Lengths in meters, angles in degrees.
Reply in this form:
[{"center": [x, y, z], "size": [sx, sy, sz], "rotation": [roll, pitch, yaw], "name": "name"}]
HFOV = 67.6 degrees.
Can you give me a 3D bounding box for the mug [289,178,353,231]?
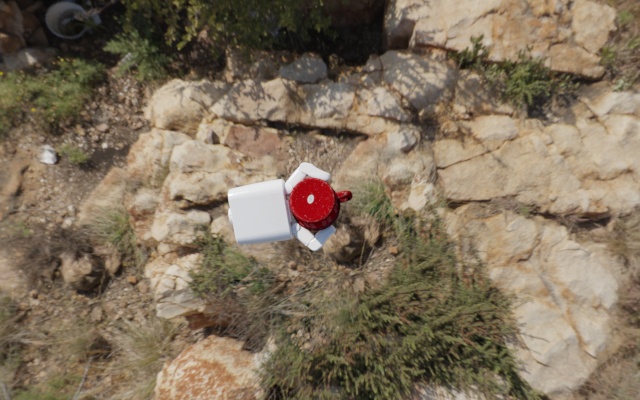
[{"center": [0.002, 0.003, 0.859], "size": [0.117, 0.093, 0.081], "rotation": [-10, -9, 2], "name": "mug"}]
